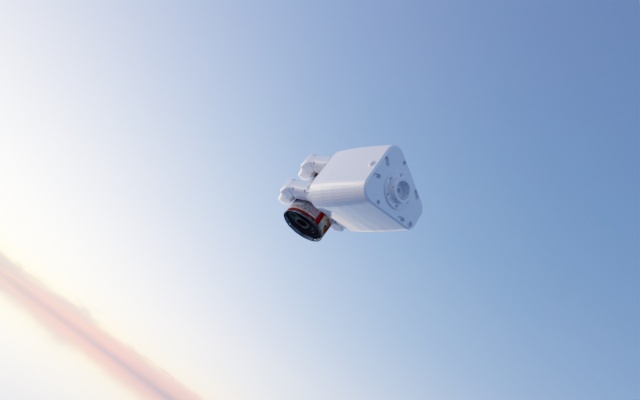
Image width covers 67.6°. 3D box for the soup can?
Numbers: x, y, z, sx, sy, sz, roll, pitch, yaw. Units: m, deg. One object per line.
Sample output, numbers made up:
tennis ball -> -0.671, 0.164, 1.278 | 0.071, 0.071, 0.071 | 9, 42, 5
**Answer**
soup can -> 0.000, 0.002, 0.725 | 0.068, 0.102, 0.068 | 28, -29, 17
